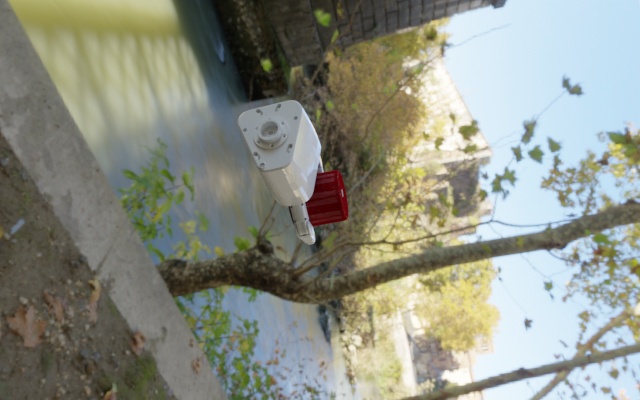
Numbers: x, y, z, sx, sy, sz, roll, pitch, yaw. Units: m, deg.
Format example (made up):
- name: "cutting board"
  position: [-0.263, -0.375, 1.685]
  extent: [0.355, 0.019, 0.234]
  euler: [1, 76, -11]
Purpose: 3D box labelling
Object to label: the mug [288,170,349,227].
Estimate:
- name: "mug"
  position: [0.001, 0.003, 0.769]
  extent: [0.081, 0.093, 0.117]
  euler: [-11, -23, 9]
